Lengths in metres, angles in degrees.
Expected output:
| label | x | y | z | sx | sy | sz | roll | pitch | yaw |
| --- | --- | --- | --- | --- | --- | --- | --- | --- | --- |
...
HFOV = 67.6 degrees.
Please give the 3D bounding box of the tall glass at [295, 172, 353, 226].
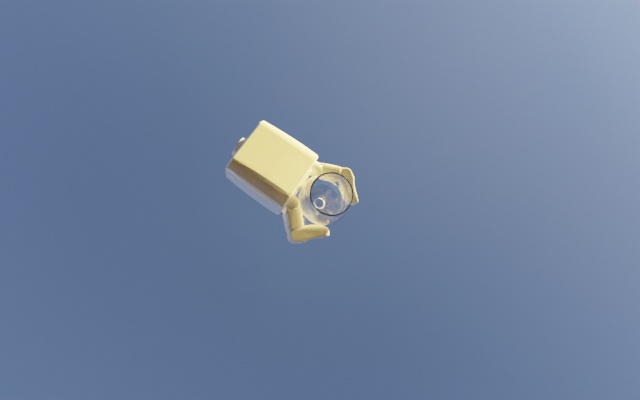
| label | x | y | z | sx | sy | sz | roll | pitch | yaw |
| --- | --- | --- | --- | --- | --- | --- | --- | --- | --- |
| tall glass | 0.000 | 0.003 | 0.757 | 0.079 | 0.079 | 0.201 | 0 | -7 | -9 |
